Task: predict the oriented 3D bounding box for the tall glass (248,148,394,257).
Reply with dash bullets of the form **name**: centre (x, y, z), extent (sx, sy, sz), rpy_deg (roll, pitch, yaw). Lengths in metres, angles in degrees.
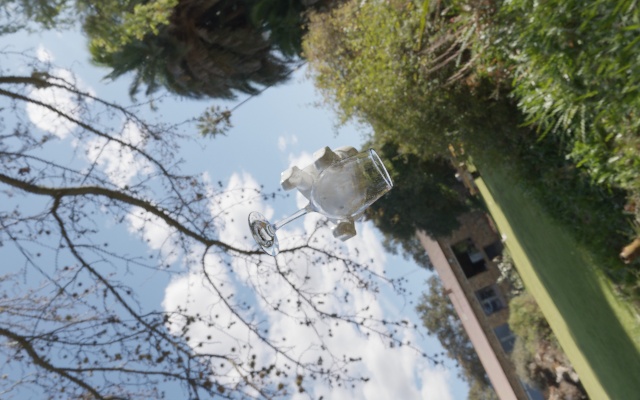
- **tall glass**: centre (0.000, 0.003, 0.672), extent (0.201, 0.079, 0.079), rpy_deg (-29, -9, 17)
